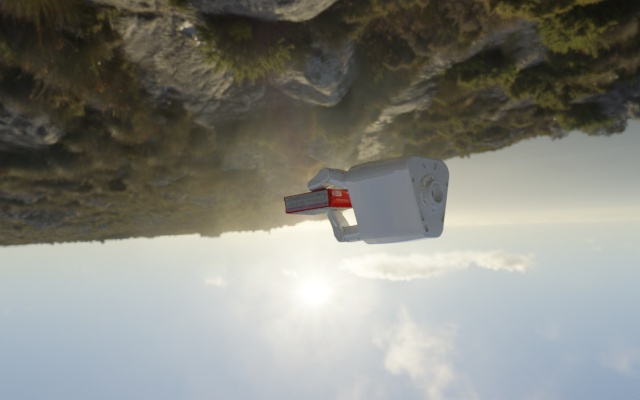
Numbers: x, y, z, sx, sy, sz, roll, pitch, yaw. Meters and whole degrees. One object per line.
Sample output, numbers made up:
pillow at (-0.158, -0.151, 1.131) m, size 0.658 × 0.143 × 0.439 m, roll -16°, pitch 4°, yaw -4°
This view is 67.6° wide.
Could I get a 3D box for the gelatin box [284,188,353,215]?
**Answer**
gelatin box at (0.000, 0.003, 0.746) m, size 0.089 × 0.030 × 0.073 m, roll -11°, pitch -9°, yaw 35°
